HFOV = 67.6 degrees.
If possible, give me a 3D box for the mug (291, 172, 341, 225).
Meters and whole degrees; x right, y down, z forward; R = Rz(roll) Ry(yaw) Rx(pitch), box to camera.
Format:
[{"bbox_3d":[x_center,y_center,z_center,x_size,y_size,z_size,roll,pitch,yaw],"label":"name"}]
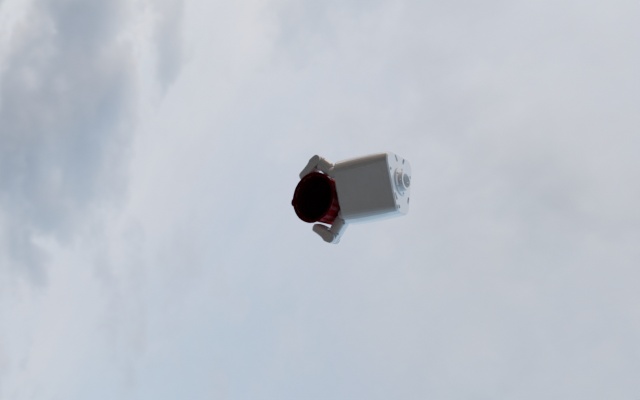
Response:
[{"bbox_3d":[-0.001,0.003,0.885,0.117,0.093,0.081,-10,-16,36],"label":"mug"}]
